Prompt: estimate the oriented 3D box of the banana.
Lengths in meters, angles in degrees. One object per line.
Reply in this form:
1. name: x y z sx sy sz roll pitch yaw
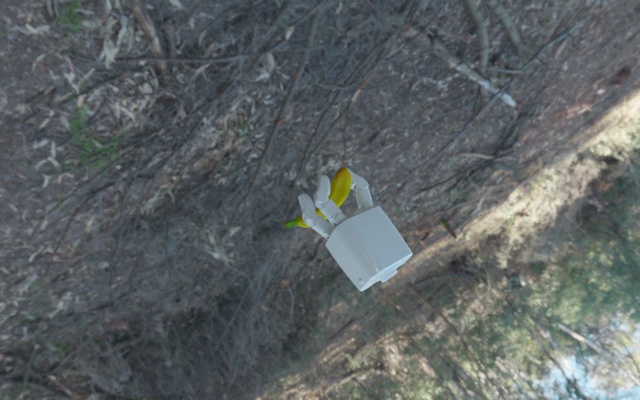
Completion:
1. banana: 0.011 0.002 0.896 0.069 0.037 0.198 -11 -26 -46
